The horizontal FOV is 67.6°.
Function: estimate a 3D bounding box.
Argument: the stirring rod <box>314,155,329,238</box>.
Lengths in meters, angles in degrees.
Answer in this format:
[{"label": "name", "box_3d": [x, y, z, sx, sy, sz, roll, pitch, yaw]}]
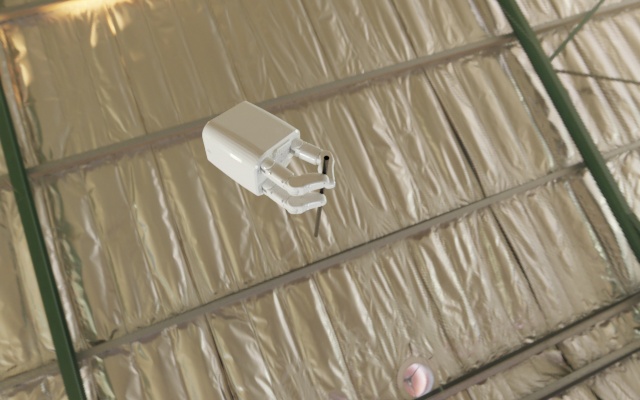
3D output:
[{"label": "stirring rod", "box_3d": [0.000, 0.002, 0.752, 0.011, 0.011, 0.240, 0, -30, -4]}]
